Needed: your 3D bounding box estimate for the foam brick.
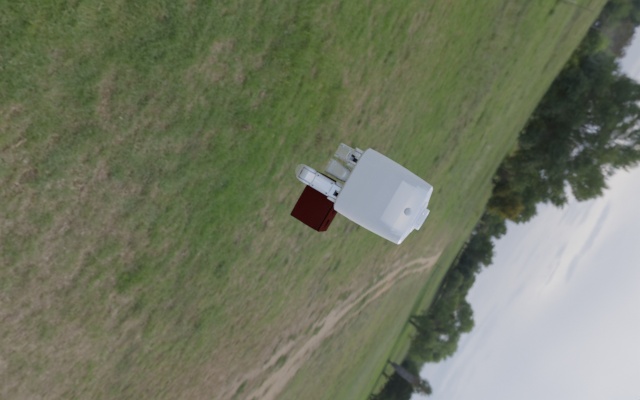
[{"bbox_3d":[0.000,0.003,0.714,0.051,0.078,0.053,31,5,12],"label":"foam brick"}]
